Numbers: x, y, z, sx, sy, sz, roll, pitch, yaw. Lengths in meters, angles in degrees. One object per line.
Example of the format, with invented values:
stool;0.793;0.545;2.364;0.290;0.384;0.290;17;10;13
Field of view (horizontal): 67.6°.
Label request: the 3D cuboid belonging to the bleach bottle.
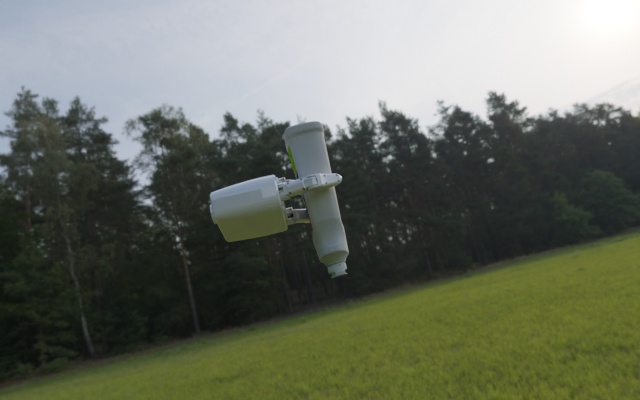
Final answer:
bleach bottle;0.000;0.003;0.797;0.068;0.250;0.102;-14;-12;-4
